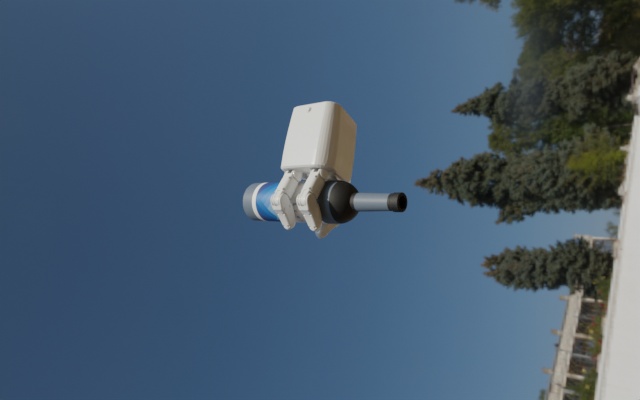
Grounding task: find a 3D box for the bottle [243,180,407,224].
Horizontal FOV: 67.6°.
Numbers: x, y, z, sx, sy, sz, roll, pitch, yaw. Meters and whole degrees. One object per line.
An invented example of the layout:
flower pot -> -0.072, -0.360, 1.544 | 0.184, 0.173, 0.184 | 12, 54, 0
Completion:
bottle -> 0.000, 0.003, 0.747 | 0.295, 0.069, 0.069 | 0, 0, 40
